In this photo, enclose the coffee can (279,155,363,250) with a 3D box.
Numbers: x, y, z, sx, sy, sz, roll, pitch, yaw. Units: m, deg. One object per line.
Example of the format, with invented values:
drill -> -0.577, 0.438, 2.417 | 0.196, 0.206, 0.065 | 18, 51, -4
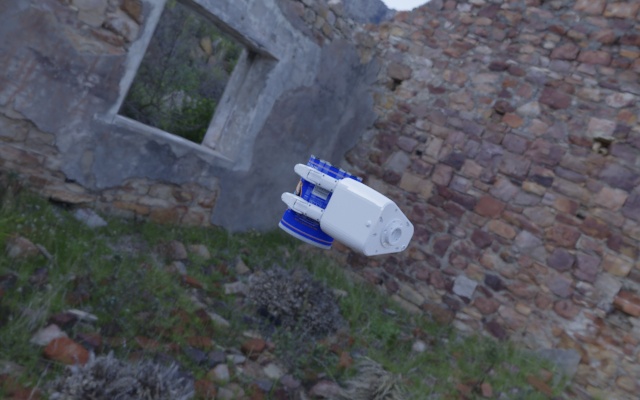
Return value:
coffee can -> 0.000, 0.003, 0.859 | 0.103, 0.140, 0.103 | 25, 4, -2
